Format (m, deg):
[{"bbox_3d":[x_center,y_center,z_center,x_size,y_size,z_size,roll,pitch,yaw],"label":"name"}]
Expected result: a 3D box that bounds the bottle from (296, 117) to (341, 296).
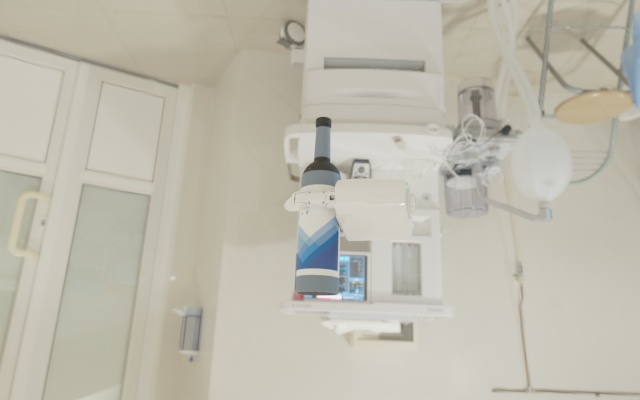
[{"bbox_3d":[0.000,0.003,0.776,0.069,0.295,0.069,2,-17,1],"label":"bottle"}]
